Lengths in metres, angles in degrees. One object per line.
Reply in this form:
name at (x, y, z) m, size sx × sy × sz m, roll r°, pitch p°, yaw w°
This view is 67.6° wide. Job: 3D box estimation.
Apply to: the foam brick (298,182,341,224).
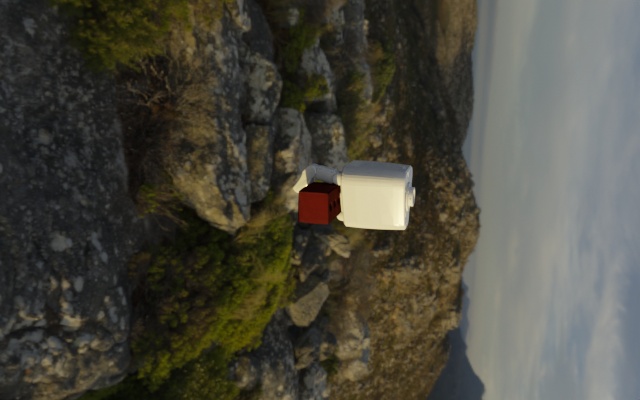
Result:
foam brick at (0.000, 0.003, 0.786) m, size 0.051 × 0.053 × 0.078 m, roll 6°, pitch 16°, yaw 17°
